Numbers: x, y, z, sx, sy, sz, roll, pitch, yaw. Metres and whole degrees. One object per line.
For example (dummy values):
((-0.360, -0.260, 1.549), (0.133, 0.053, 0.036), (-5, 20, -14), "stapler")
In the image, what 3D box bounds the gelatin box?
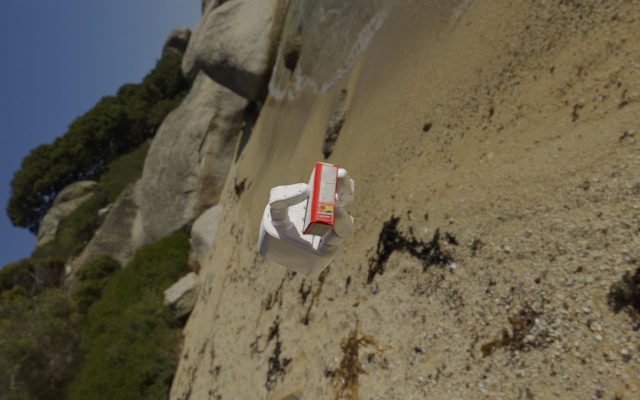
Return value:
((0.000, 0.002, 0.588), (0.030, 0.073, 0.089), (8, -15, -6), "gelatin box")
